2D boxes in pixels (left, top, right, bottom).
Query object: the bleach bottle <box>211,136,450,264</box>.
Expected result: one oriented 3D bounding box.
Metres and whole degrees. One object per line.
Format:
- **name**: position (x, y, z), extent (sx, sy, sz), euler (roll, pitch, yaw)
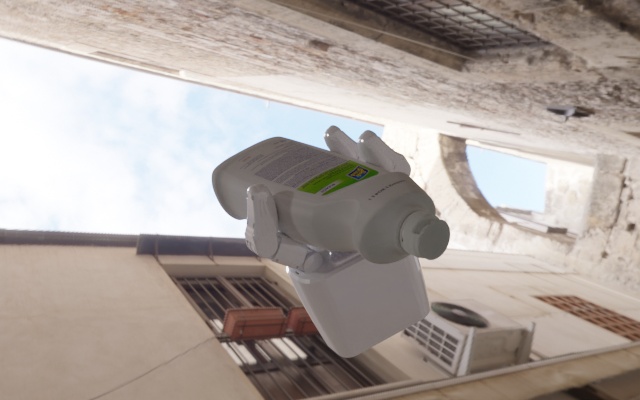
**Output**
- **bleach bottle**: position (0.000, 0.001, 0.409), extent (0.102, 0.068, 0.250), euler (-33, 29, -22)
